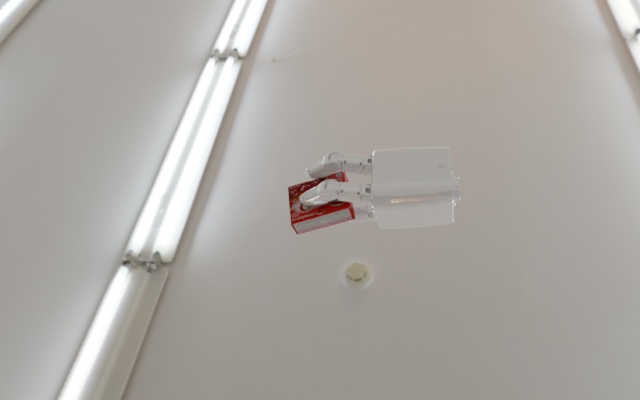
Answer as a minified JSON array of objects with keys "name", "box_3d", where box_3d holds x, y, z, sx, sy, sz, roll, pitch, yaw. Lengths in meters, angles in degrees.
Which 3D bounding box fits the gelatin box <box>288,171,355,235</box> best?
[{"name":"gelatin box","box_3d":[0.000,0.003,0.684,0.089,0.073,0.030,-16,-43,9]}]
